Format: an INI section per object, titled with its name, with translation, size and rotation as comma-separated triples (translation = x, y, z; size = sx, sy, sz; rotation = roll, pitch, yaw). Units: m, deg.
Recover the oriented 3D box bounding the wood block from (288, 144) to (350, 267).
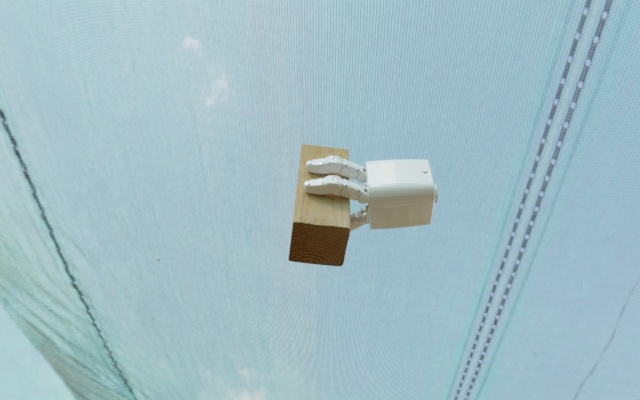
[wood block]
translation = 0.000, 0.003, 0.815
size = 0.090, 0.091, 0.206
rotation = 6, 40, -2
